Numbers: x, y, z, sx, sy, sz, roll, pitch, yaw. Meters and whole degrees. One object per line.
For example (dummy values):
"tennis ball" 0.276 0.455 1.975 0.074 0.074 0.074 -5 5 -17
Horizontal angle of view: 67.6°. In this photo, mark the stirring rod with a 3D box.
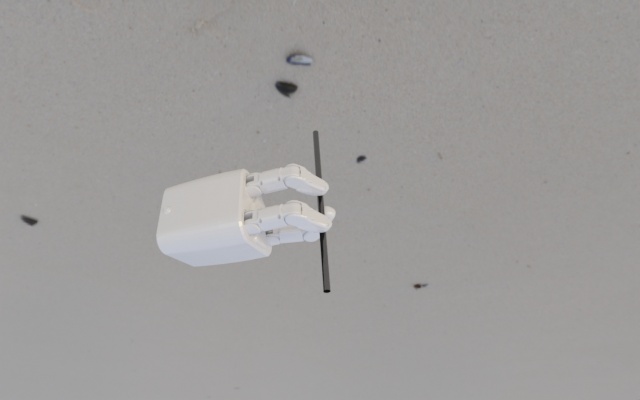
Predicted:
"stirring rod" 0.000 0.002 0.584 0.011 0.239 0.011 -3 -37 -2
